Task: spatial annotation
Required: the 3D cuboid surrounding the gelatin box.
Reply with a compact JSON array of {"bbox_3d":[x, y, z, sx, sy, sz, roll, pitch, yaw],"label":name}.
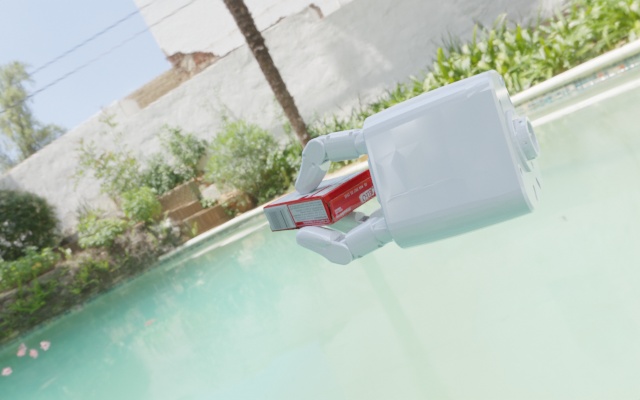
[{"bbox_3d":[0.000,0.001,0.466,0.089,0.030,0.073,-10,14,45],"label":"gelatin box"}]
